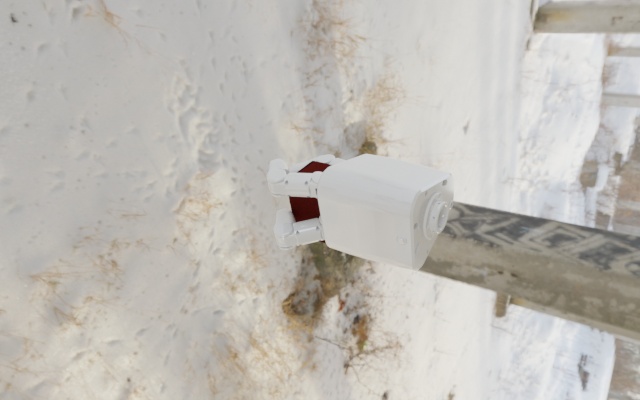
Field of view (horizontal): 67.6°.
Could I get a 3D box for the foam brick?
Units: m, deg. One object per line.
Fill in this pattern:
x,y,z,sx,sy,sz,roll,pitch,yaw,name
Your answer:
0.000,0.002,0.563,0.051,0.078,0.053,17,41,34,foam brick
